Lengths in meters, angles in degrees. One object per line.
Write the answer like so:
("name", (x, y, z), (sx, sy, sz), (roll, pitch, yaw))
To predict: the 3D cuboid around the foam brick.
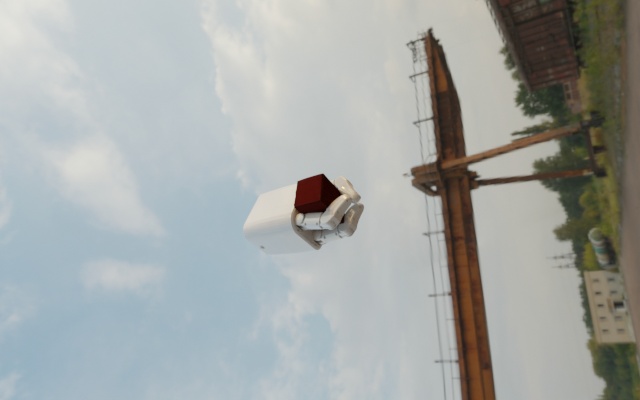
("foam brick", (0.000, 0.002, 0.771), (0.051, 0.053, 0.078), (-13, -37, 29))
